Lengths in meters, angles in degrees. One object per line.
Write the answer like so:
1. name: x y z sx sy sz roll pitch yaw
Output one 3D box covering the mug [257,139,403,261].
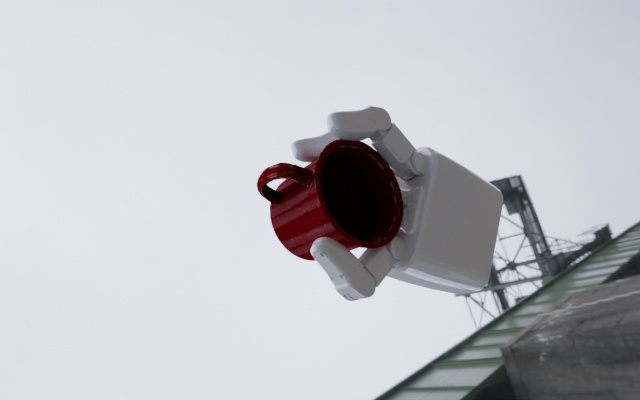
1. mug: -0.001 0.001 0.404 0.117 0.093 0.081 21 -30 -31
